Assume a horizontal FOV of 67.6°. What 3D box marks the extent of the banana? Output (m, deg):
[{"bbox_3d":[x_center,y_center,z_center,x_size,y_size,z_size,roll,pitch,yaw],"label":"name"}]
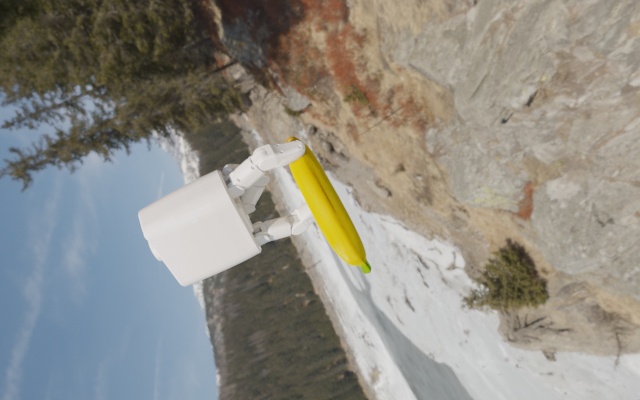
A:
[{"bbox_3d":[0.002,0.000,0.566,0.037,0.197,0.070,-27,-12,-6],"label":"banana"}]
